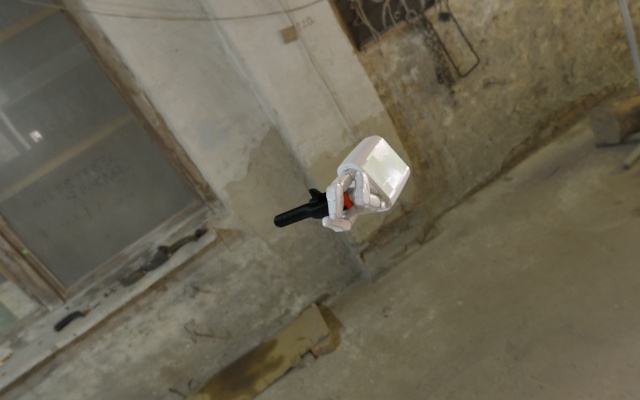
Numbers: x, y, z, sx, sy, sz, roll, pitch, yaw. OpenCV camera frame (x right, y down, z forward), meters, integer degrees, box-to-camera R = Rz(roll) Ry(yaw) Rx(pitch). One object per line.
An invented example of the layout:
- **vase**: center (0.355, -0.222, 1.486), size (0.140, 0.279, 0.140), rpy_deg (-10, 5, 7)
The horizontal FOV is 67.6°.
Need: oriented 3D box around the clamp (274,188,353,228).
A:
- **clamp**: center (0.000, 0.002, 0.893), size (0.171, 0.039, 0.120), rpy_deg (-10, 30, 42)
